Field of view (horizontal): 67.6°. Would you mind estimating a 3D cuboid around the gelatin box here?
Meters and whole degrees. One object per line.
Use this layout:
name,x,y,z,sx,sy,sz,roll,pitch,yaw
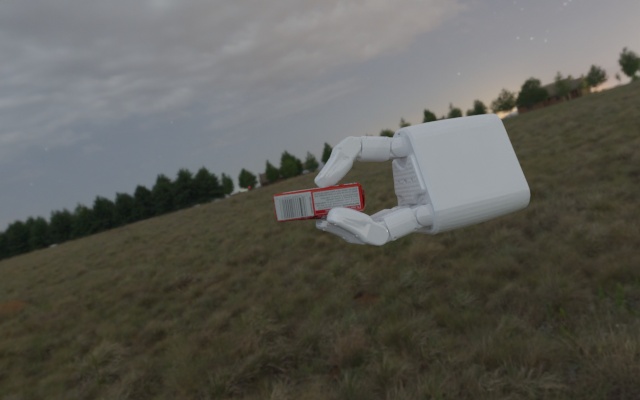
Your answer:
gelatin box,0.000,0.001,0.495,0.089,0.030,0.073,-8,2,2
